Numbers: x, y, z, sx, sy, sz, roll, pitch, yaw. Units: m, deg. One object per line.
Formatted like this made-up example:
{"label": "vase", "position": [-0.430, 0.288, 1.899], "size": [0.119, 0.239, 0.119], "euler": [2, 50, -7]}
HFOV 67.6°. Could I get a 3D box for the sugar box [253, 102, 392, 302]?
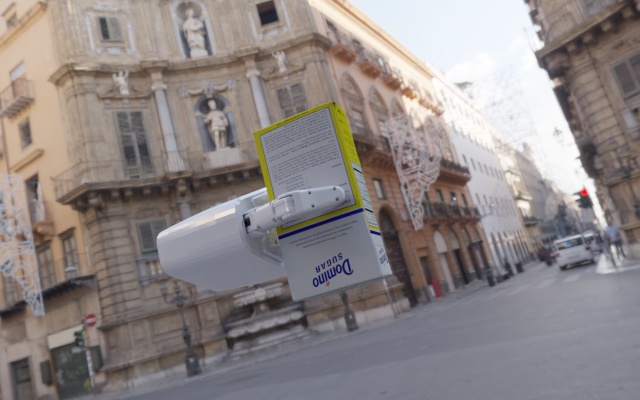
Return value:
{"label": "sugar box", "position": [0.000, 0.002, 0.468], "size": [0.093, 0.176, 0.048], "euler": [-19, -12, 20]}
